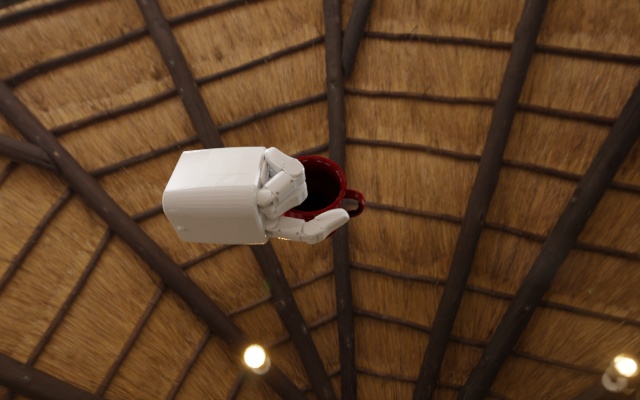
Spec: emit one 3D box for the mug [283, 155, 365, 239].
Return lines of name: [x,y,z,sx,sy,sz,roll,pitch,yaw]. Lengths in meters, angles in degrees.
mug: [0.002,0.002,0.630,0.117,0.093,0.082,2,-34,5]
